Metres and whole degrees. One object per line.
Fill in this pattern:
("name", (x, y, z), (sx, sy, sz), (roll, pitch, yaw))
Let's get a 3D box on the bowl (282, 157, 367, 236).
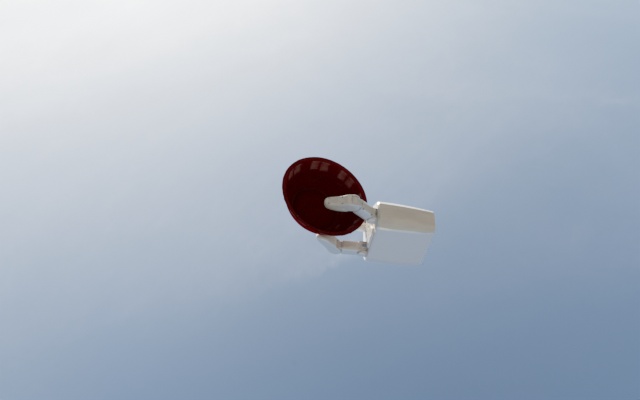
("bowl", (-0.001, 0.002, 0.848), (0.162, 0.162, 0.055), (0, -31, -27))
